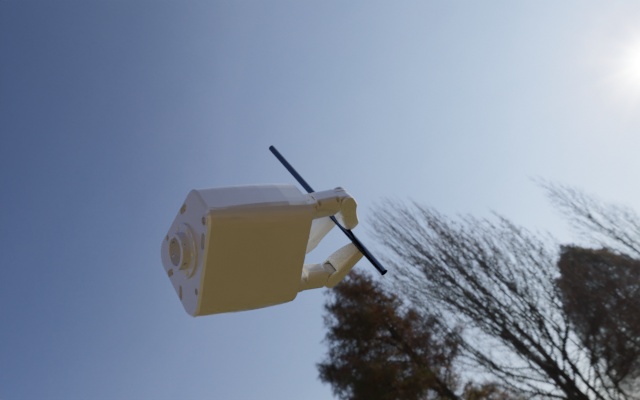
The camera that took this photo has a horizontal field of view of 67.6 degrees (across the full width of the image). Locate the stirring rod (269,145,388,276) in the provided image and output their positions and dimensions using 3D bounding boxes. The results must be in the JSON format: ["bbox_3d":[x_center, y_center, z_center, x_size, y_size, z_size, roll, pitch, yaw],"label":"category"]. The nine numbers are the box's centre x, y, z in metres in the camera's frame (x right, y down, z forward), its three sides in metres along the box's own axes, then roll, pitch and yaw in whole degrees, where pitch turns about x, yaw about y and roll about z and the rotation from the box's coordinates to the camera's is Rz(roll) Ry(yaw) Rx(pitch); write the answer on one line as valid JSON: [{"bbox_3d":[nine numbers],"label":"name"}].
[{"bbox_3d":[0.000,0.002,0.554,0.011,0.011,0.239,0,36,-42],"label":"stirring rod"}]
